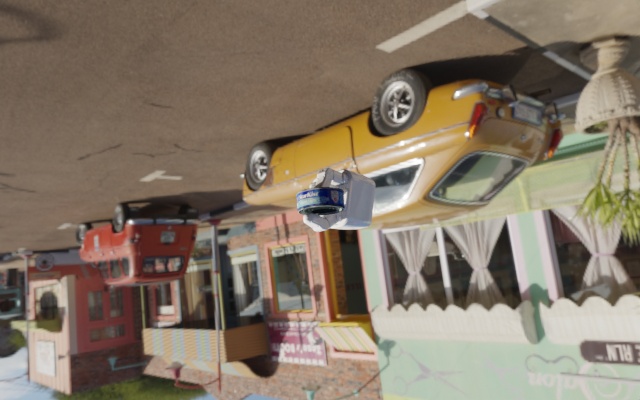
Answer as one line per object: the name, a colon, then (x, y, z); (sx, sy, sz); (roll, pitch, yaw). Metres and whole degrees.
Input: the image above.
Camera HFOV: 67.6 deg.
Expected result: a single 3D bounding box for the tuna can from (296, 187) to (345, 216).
tuna can: (0.000, 0.003, 0.849); (0.086, 0.033, 0.086); (-3, -13, -1)
